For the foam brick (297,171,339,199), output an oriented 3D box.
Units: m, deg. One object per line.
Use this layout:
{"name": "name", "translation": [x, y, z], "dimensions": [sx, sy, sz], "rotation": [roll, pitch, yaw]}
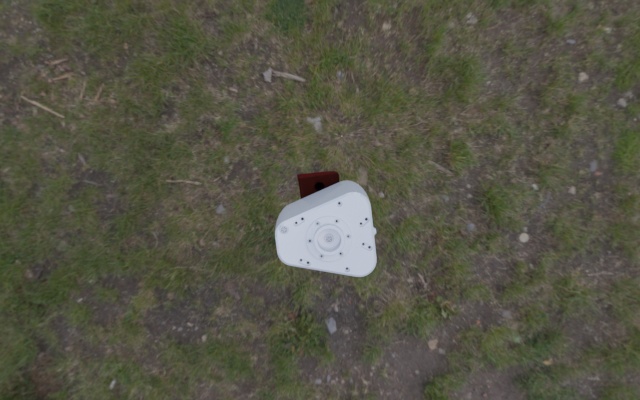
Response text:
{"name": "foam brick", "translation": [0.000, 0.002, 0.630], "dimensions": [0.053, 0.078, 0.051], "rotation": [-8, 7, -3]}
